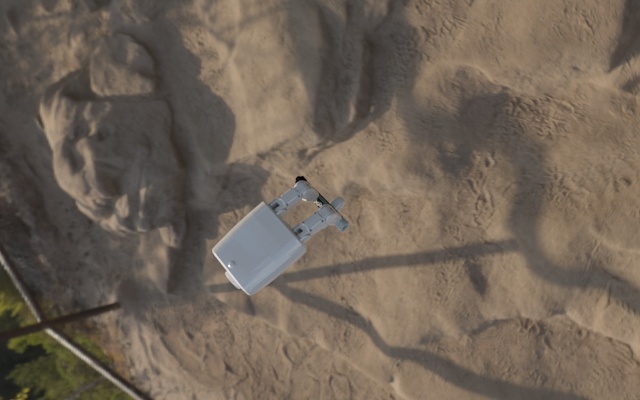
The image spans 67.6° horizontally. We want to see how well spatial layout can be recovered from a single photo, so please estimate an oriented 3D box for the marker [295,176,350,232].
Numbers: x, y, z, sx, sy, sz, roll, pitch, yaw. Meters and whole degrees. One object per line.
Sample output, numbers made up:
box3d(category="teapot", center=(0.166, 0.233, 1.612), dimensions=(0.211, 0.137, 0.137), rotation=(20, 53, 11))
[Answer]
box3d(category="marker", center=(0.000, 0.002, 0.768), dimensions=(0.121, 0.020, 0.020), rotation=(46, 22, 23))
